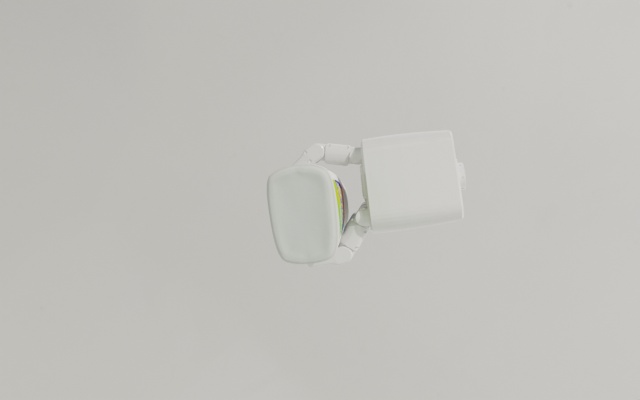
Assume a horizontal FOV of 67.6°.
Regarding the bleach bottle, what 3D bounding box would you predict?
[{"bbox_3d":[0.000,0.002,0.584,0.068,0.102,0.251,-6,6,9],"label":"bleach bottle"}]
